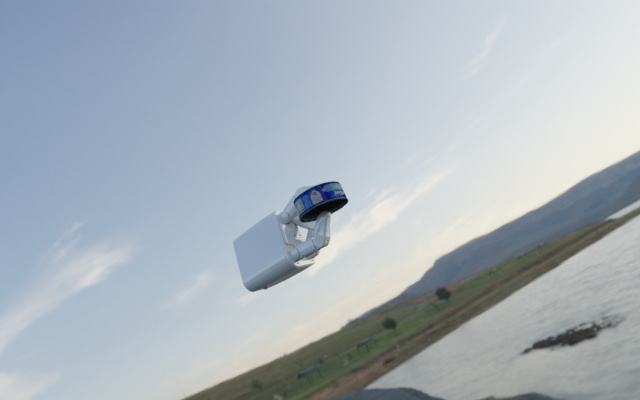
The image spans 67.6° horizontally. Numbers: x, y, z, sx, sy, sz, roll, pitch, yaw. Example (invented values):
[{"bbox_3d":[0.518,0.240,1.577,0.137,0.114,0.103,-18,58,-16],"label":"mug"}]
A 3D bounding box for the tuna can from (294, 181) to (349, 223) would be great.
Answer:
[{"bbox_3d":[0.000,0.002,0.777,0.086,0.033,0.086,-22,-16,-6],"label":"tuna can"}]
